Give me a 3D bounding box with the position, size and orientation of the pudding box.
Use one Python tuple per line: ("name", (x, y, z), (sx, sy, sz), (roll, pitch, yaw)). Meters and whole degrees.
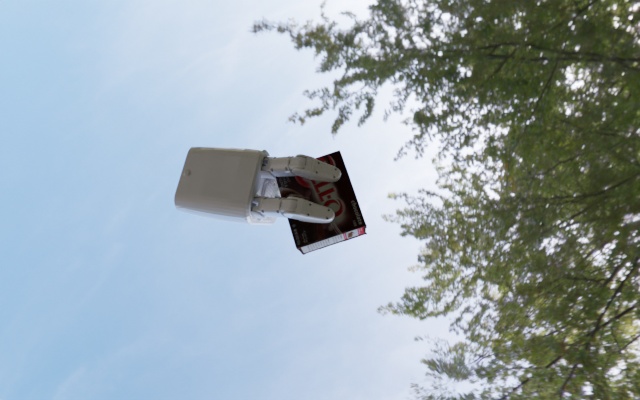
("pudding box", (0.000, 0.002, 0.606), (0.090, 0.113, 0.039), (-19, -21, 2))
